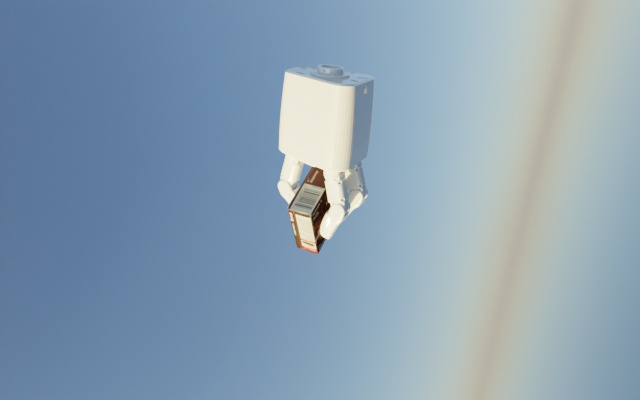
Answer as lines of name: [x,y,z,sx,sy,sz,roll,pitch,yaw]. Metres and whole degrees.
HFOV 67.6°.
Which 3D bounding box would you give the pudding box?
pudding box: [0.000,0.002,0.656,0.039,0.113,0.090,18,-35,21]
